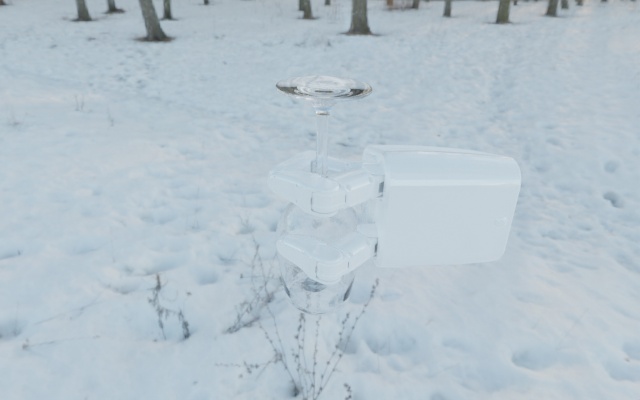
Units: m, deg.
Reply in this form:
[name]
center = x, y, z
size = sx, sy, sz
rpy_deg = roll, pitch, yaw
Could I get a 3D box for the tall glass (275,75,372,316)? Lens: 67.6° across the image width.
[tall glass]
center = 0.000, 0.001, 0.410
size = 0.079, 0.201, 0.079
rpy_deg = 2, 27, -1
